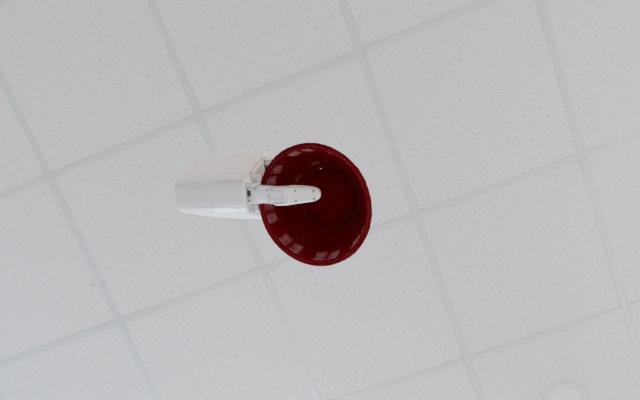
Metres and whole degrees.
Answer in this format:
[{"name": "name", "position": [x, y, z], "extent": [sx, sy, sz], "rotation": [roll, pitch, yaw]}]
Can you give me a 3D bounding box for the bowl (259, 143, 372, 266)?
[{"name": "bowl", "position": [0.001, 0.002, 0.633], "extent": [0.162, 0.162, 0.055], "rotation": [0, 11, 26]}]
